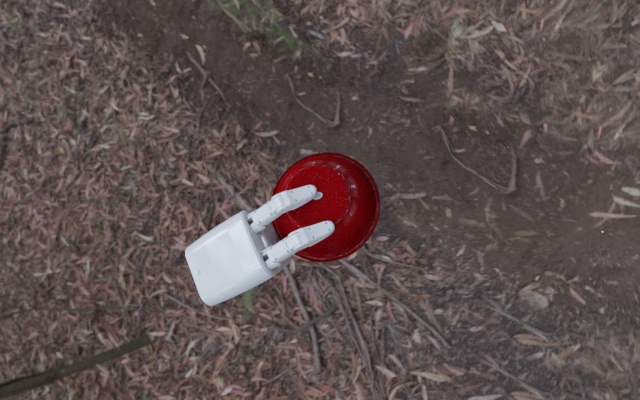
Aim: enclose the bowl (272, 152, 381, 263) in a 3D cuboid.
[{"bbox_3d":[0.001,0.001,0.660,0.162,0.162,0.055,0,-13,12],"label":"bowl"}]
